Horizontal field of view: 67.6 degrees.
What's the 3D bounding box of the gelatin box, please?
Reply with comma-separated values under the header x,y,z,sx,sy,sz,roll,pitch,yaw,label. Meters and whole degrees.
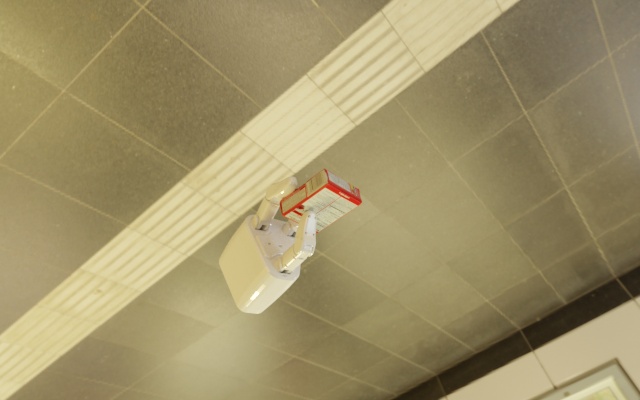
x,y,z,sx,sy,sz,roll,pitch,yaw,label
0.000,0.002,0.657,0.089,0.030,0.073,-35,-43,28,gelatin box
